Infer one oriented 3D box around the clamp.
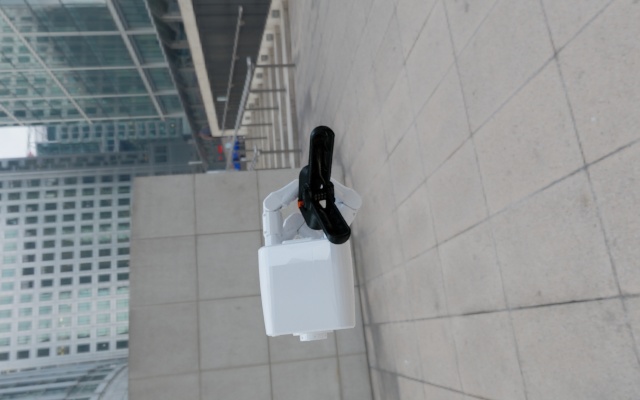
[{"bbox_3d":[-0.001,0.002,0.541,0.039,0.120,0.171,-3,-15,-7],"label":"clamp"}]
